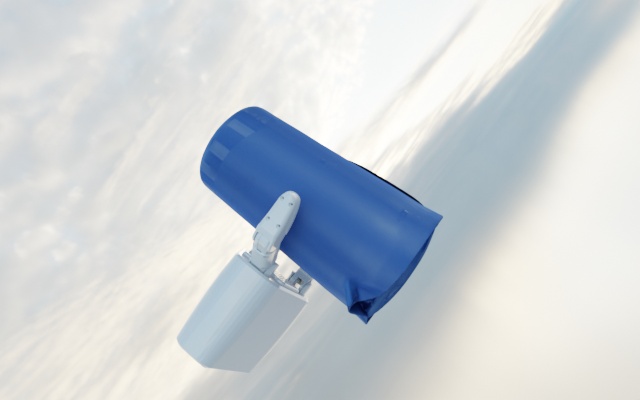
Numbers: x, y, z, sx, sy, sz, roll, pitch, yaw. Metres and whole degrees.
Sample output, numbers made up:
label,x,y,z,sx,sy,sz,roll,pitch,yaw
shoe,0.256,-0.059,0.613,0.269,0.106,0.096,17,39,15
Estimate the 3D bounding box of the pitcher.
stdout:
label,x,y,z,sx,sy,sz,roll,pitch,yaw
pitcher,0.000,0.002,0.513,0.243,0.145,0.149,36,-3,13
